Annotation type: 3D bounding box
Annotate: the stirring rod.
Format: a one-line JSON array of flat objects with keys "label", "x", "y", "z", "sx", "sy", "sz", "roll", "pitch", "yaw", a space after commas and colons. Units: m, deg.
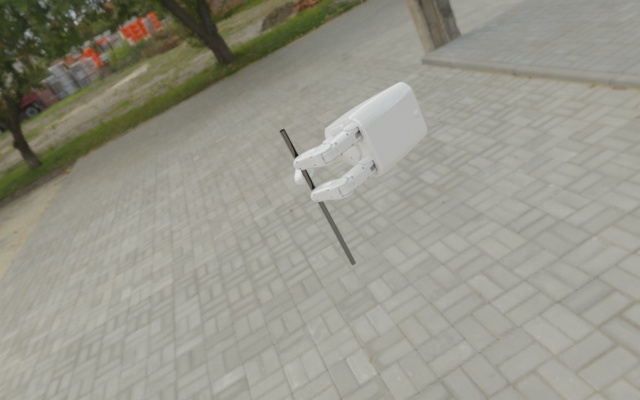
[{"label": "stirring rod", "x": 0.000, "y": 0.002, "z": 0.685, "sx": 0.011, "sy": 0.240, "sz": 0.011, "roll": -22, "pitch": 27, "yaw": 12}]
